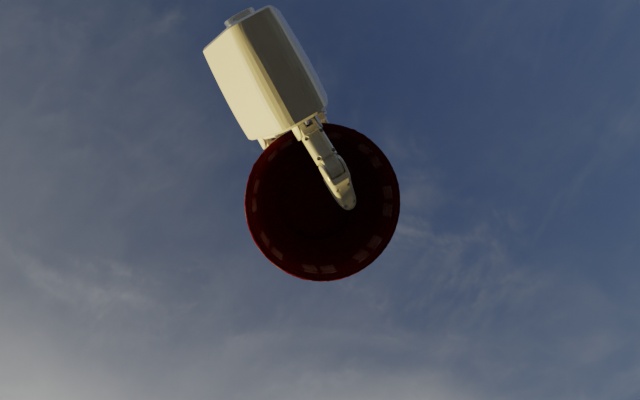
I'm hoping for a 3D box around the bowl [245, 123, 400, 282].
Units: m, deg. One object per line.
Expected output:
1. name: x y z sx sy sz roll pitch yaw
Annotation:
1. bowl: 0.000 0.003 0.510 0.162 0.162 0.055 0 1 -10
